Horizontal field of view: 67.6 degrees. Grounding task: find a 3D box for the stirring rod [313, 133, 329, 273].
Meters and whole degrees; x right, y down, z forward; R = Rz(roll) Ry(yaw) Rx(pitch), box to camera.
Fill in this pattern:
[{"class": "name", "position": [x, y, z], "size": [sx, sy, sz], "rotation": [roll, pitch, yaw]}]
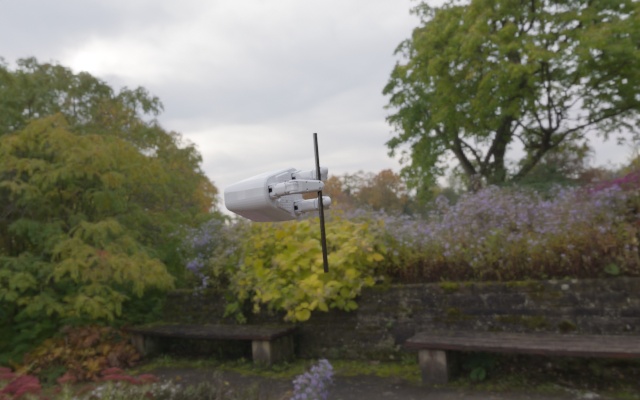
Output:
[{"class": "stirring rod", "position": [0.000, 0.003, 0.819], "size": [0.011, 0.239, 0.011], "rotation": [-5, -5, 0]}]
